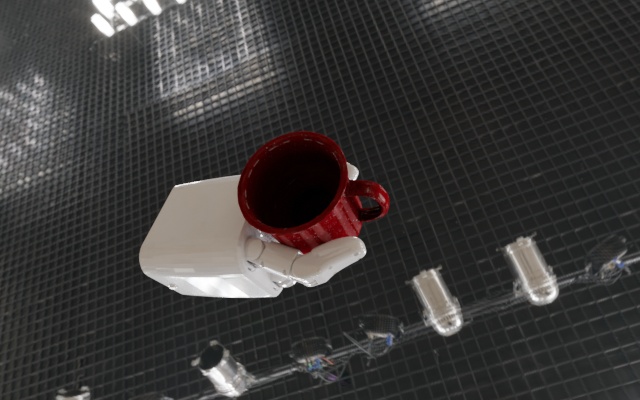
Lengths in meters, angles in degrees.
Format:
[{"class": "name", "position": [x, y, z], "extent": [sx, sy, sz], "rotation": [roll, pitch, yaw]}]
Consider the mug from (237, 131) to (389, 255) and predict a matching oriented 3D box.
[{"class": "mug", "position": [0.002, 0.001, 0.404], "extent": [0.117, 0.093, 0.081], "rotation": [-3, -28, 19]}]
